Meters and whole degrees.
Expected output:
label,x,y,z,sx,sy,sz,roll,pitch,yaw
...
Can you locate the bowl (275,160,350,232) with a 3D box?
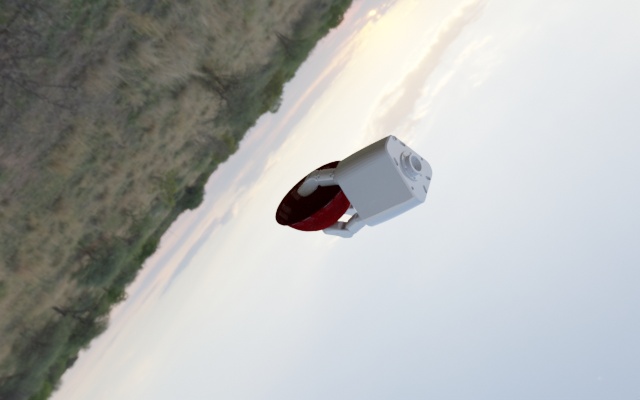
label,x,y,z,sx,sy,sz,roll,pitch,yaw
bowl,0.000,0.003,0.833,0.162,0.055,0.162,-31,26,17
